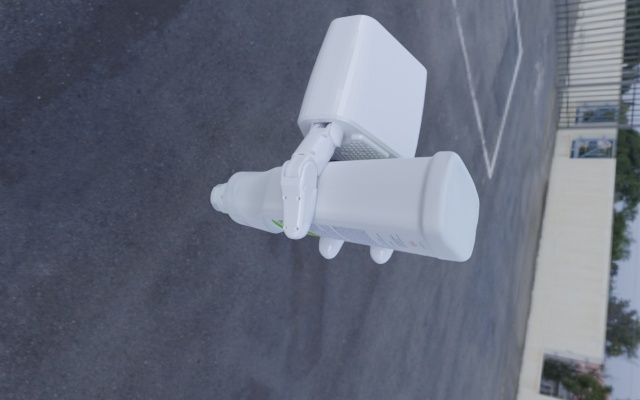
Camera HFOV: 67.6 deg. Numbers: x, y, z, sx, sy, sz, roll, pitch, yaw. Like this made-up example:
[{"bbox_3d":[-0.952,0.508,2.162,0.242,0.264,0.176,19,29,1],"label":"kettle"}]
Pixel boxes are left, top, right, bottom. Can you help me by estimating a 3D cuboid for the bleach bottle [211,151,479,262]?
[{"bbox_3d":[0.000,0.001,0.418,0.251,0.068,0.103,4,-19,31],"label":"bleach bottle"}]
